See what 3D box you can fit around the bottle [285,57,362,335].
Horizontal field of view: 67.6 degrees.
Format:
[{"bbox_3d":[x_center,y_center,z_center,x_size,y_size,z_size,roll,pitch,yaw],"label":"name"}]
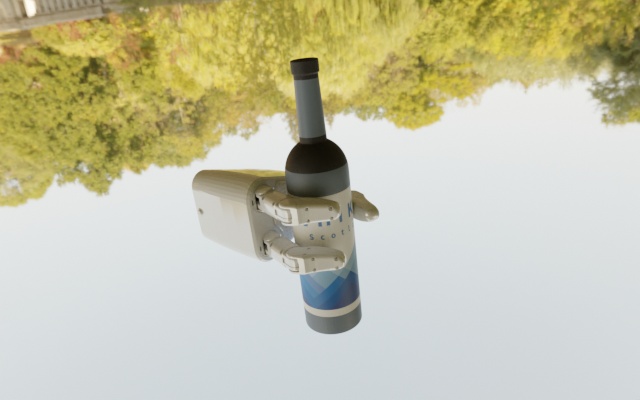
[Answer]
[{"bbox_3d":[0.000,0.002,0.507,0.069,0.296,0.069,-6,22,2],"label":"bottle"}]
